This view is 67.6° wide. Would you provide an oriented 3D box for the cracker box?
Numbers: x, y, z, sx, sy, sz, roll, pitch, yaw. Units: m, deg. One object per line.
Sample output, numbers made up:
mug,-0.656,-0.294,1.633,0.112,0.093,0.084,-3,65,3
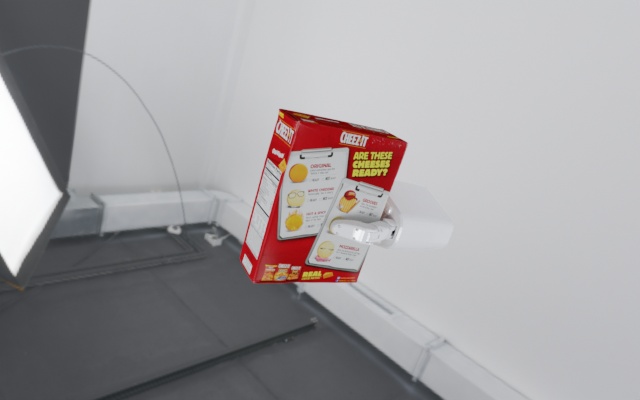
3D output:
cracker box,0.000,0.002,0.626,0.164,0.214,0.072,6,21,-32
